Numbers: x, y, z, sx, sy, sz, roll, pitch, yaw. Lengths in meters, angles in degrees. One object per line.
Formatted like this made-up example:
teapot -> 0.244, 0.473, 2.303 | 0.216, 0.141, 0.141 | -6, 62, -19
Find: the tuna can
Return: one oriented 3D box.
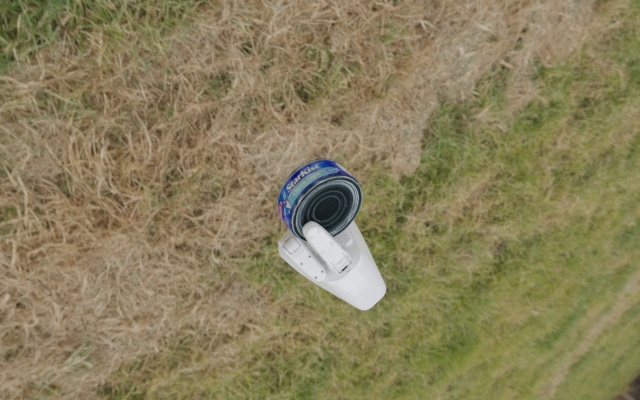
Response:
tuna can -> 0.000, 0.002, 0.493 | 0.086, 0.086, 0.033 | 0, 34, -36
